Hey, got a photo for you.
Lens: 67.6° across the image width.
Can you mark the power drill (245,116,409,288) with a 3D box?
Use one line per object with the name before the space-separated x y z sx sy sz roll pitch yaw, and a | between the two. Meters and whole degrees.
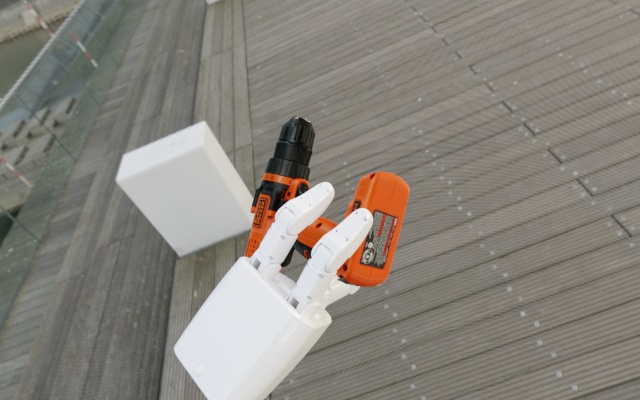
power drill | 0.000 0.002 0.496 0.057 0.184 0.187 15 -3 -40
